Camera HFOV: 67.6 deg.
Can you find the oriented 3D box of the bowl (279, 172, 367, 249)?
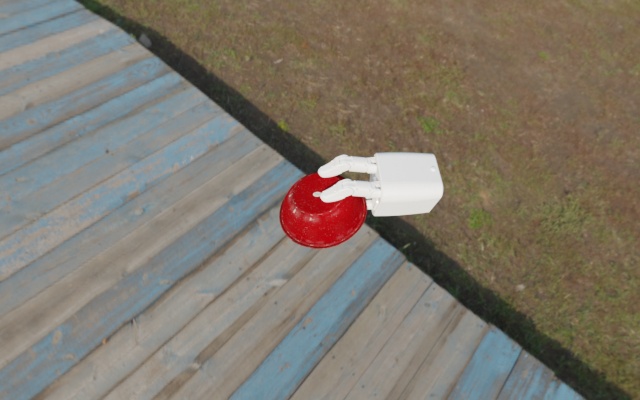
[{"bbox_3d":[-0.001,0.003,0.845,0.162,0.162,0.055,0,-36,11],"label":"bowl"}]
